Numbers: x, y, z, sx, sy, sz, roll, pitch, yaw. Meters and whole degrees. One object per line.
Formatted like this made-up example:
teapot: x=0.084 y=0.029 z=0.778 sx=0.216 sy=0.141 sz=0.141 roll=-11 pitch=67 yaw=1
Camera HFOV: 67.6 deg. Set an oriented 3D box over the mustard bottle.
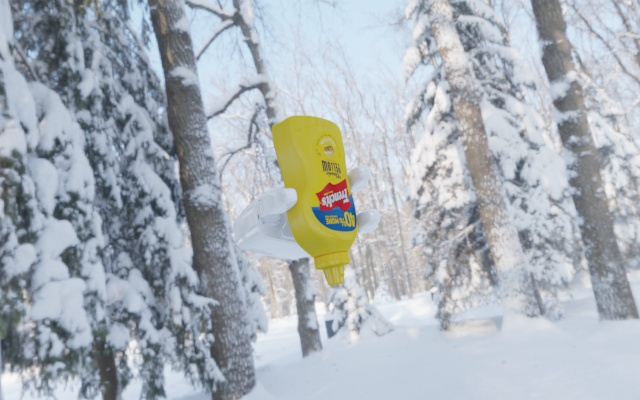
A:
mustard bottle: x=0.000 y=0.001 z=0.551 sx=0.058 sy=0.191 sz=0.096 roll=-19 pitch=-15 yaw=36
